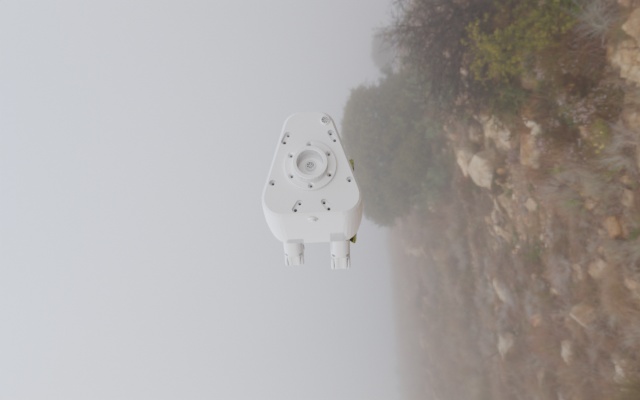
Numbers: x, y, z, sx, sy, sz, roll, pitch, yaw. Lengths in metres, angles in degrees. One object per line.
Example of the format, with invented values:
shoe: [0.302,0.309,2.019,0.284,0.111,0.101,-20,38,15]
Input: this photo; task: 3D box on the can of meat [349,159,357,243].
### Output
can of meat: [0.000,0.002,0.589,0.084,0.102,0.057,-2,-15,1]
